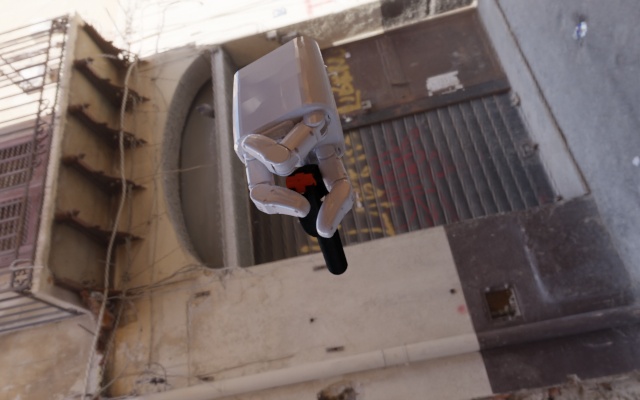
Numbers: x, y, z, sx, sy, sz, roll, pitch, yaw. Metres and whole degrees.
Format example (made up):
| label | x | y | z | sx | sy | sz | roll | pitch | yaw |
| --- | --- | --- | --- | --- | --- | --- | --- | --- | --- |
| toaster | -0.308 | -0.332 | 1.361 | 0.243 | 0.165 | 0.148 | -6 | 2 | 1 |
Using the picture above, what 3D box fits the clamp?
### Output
| label | x | y | z | sx | sy | sz | roll | pitch | yaw |
| --- | --- | --- | --- | --- | --- | --- | --- | --- | --- |
| clamp | -0.001 | 0.002 | 0.543 | 0.039 | 0.120 | 0.172 | -13 | -32 | 7 |
